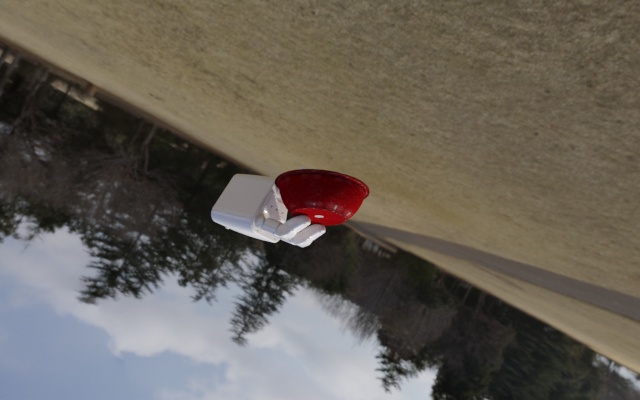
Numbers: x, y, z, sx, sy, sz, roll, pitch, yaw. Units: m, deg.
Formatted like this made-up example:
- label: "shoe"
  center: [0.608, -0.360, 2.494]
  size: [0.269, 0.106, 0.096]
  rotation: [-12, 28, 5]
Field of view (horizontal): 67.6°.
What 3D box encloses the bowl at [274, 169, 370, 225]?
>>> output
- label: "bowl"
  center: [0.001, 0.003, 0.798]
  size: [0.162, 0.055, 0.162]
  rotation: [6, -19, 2]
